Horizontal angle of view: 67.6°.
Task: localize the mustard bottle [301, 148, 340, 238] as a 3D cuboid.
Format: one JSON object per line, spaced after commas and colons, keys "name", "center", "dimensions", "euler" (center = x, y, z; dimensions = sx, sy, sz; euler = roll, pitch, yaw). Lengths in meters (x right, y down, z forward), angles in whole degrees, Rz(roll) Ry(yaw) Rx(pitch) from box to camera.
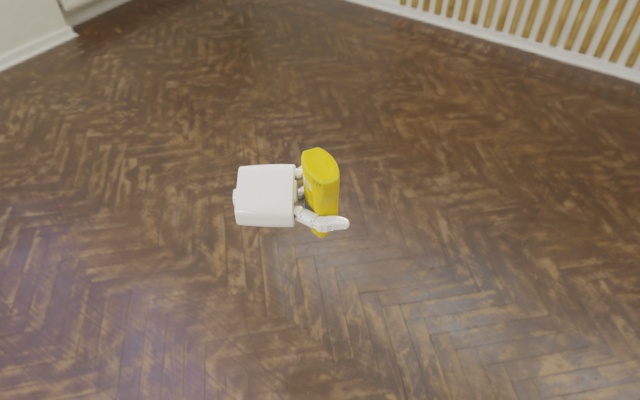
{"name": "mustard bottle", "center": [0.000, 0.003, 0.884], "dimensions": [0.058, 0.192, 0.096], "euler": [-18, 49, -16]}
